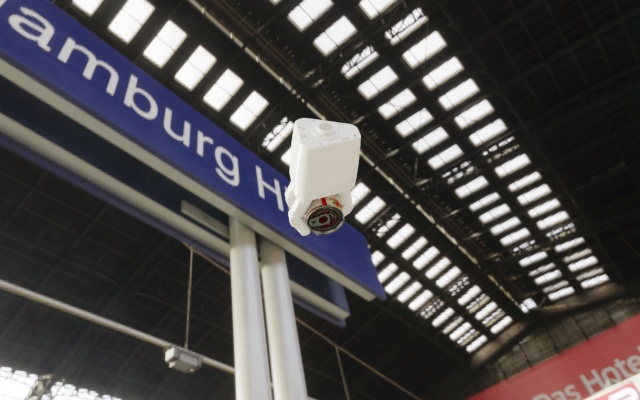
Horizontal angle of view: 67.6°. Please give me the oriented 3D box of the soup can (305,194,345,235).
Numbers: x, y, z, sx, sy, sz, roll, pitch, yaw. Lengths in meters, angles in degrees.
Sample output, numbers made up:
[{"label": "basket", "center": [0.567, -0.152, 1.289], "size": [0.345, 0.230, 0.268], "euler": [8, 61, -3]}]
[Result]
[{"label": "soup can", "center": [0.000, 0.003, 0.871], "size": [0.068, 0.069, 0.102], "euler": [0, 40, -13]}]
